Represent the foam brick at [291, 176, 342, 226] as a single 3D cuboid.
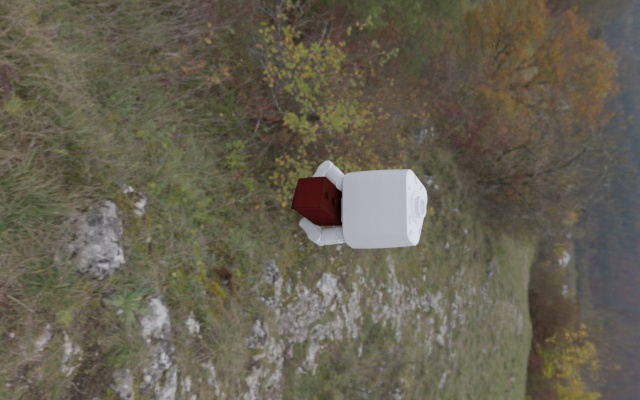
[{"bbox_3d":[0.000,0.002,0.747,0.051,0.053,0.078,-2,-24,31],"label":"foam brick"}]
